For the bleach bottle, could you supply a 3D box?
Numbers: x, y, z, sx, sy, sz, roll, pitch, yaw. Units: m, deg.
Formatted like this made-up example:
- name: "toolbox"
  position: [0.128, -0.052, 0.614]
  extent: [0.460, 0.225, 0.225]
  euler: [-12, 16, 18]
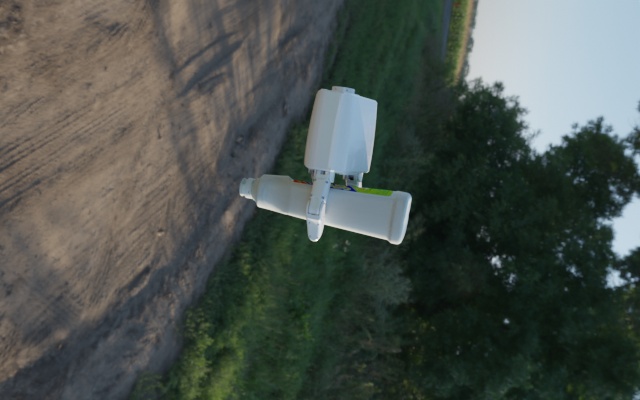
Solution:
- name: "bleach bottle"
  position: [0.000, 0.002, 0.692]
  extent: [0.251, 0.068, 0.102]
  euler: [10, 9, 13]
